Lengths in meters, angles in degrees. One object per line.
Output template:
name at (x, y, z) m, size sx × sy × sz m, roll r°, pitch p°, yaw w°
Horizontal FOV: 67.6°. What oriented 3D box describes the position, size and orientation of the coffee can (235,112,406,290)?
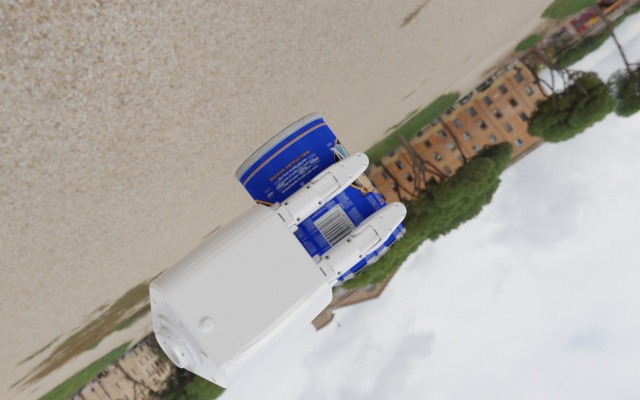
coffee can at (0.000, 0.001, 0.463) m, size 0.103 × 0.140 × 0.103 m, roll -37°, pitch 0°, yaw 0°
